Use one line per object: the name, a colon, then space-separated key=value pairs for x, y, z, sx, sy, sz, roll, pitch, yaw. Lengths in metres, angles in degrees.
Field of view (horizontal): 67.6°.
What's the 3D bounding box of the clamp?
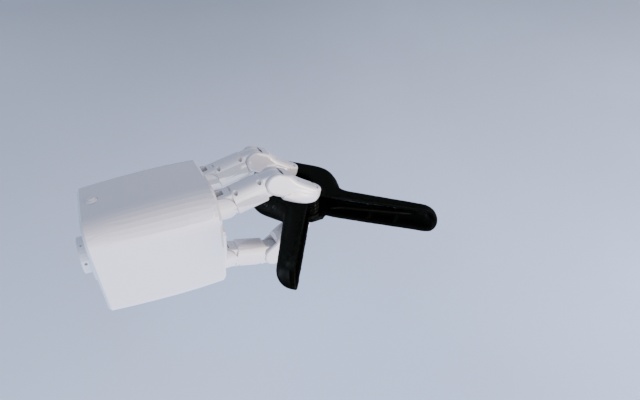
clamp: x=0.000 y=0.002 z=0.482 sx=0.164 sy=0.036 sz=0.210 roll=-14 pitch=32 yaw=-22
